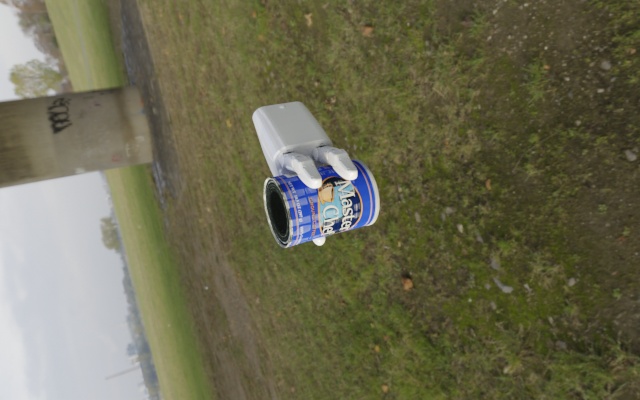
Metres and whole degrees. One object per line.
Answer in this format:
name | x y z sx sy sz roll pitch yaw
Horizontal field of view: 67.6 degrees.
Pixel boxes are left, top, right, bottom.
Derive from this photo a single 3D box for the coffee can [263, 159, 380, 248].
coffee can | 0.000 0.002 0.698 0.140 0.103 0.103 -13 5 -23
